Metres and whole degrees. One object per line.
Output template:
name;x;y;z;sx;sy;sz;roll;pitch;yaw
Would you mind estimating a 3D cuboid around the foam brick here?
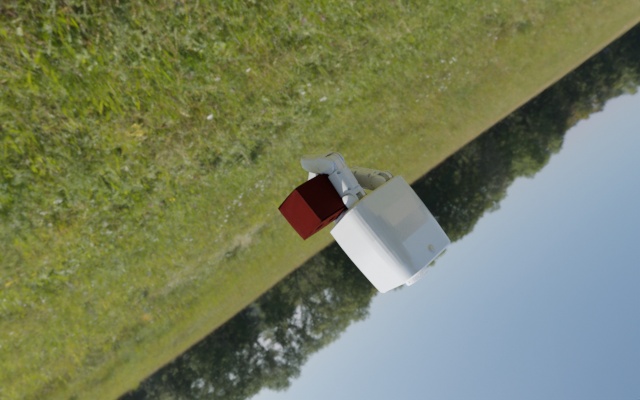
foam brick;0.000;0.002;0.577;0.078;0.051;0.053;-32;-9;-39
